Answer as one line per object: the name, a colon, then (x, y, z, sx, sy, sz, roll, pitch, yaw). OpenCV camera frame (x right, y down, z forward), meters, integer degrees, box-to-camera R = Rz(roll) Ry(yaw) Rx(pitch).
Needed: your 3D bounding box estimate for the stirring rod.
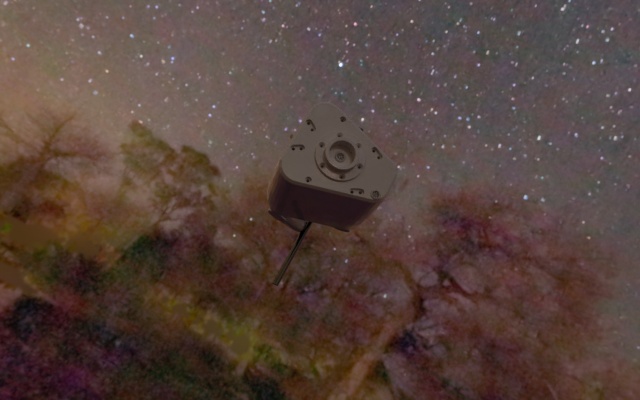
stirring rod: (0.000, 0.002, 0.617, 0.011, 0.239, 0.011, 26, -19, 9)
